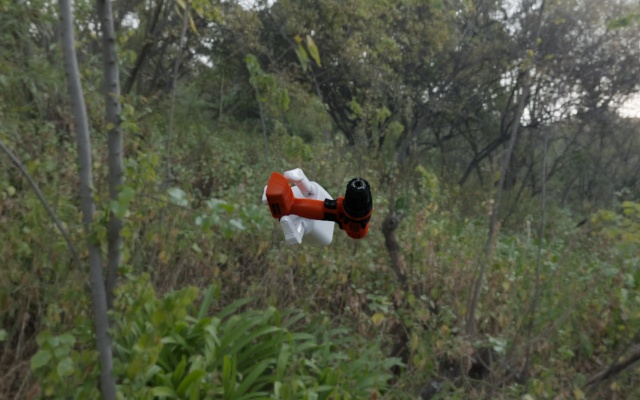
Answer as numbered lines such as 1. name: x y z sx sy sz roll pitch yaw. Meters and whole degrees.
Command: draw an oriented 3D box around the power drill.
1. power drill: 0.000 0.003 0.851 0.187 0.057 0.184 13 -28 10
